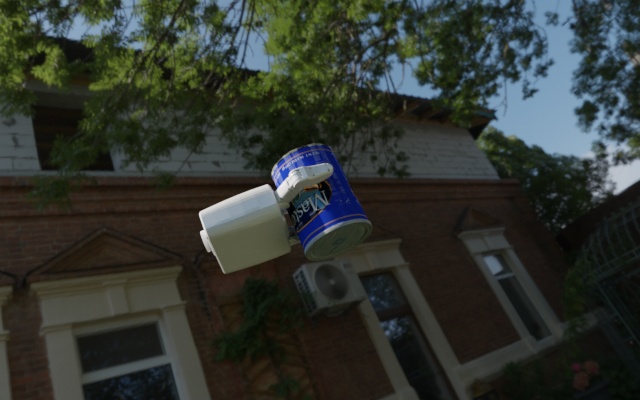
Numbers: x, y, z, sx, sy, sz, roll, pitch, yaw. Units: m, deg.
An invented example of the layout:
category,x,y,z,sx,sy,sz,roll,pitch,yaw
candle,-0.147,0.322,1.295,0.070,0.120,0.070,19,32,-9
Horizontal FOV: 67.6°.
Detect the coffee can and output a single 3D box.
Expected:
category,x,y,z,sx,sy,sz,roll,pitch,yaw
coffee can,0.000,0.002,0.699,0.103,0.140,0.103,-20,-26,-10
